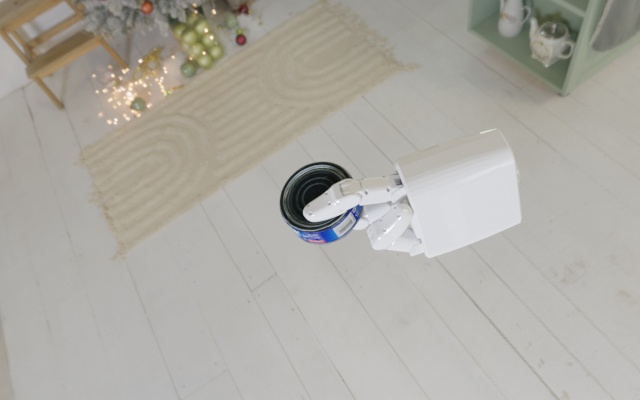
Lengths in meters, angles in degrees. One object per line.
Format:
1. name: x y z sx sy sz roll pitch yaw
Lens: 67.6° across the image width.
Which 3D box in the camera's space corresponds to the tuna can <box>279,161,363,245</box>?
1. tuna can: 0.000 0.001 0.509 0.086 0.086 0.034 0 -27 21
